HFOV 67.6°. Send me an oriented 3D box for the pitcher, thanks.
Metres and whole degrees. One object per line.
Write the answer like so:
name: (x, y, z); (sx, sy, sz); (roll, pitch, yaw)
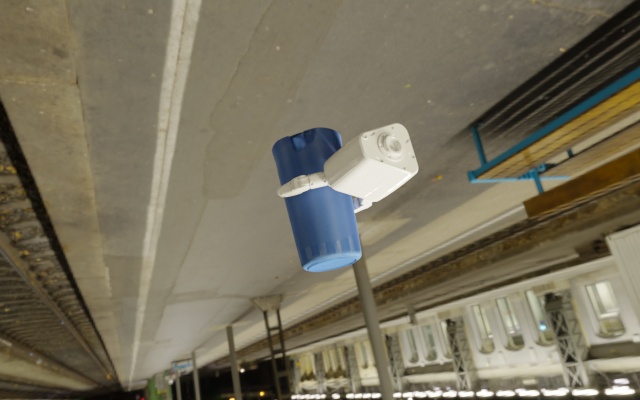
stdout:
pitcher: (0.000, 0.003, 0.877); (0.149, 0.242, 0.145); (1, -22, -33)
